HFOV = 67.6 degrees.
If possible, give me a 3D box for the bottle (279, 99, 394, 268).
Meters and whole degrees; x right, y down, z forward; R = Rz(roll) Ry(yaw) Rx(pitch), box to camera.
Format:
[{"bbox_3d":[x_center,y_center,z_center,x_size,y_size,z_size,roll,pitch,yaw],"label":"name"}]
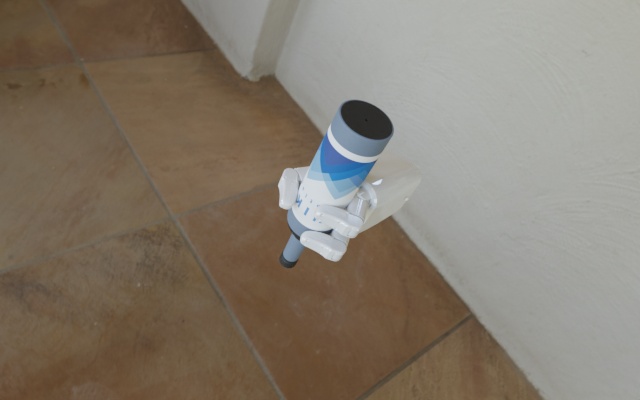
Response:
[{"bbox_3d":[0.000,0.002,0.625,0.069,0.069,0.296,0,-38,-26],"label":"bottle"}]
